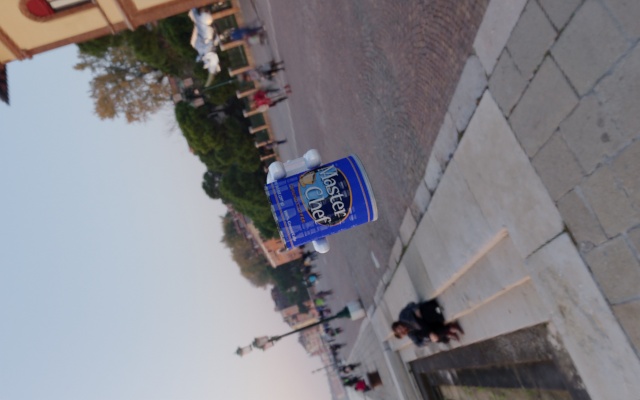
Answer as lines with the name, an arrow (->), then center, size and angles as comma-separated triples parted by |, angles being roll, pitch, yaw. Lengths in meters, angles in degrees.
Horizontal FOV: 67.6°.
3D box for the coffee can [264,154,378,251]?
coffee can -> 0.000, 0.002, 0.696 | 0.140, 0.103, 0.103 | -19, 1, -4
